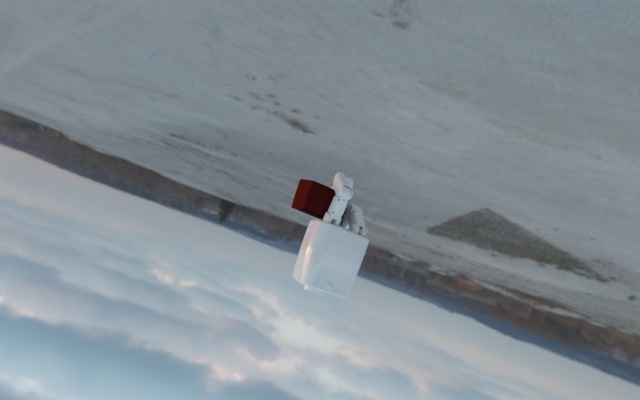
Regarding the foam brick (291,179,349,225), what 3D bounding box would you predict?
[{"bbox_3d":[0.000,0.002,0.798,0.078,0.051,0.053,23,-6,-25],"label":"foam brick"}]
